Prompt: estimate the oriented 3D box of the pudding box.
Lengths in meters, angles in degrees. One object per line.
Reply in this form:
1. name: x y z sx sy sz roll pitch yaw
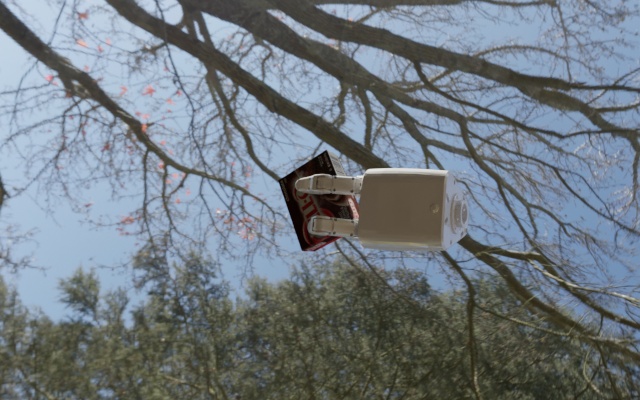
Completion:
1. pudding box: 0.000 0.002 0.651 0.090 0.113 0.039 -30 -24 25
